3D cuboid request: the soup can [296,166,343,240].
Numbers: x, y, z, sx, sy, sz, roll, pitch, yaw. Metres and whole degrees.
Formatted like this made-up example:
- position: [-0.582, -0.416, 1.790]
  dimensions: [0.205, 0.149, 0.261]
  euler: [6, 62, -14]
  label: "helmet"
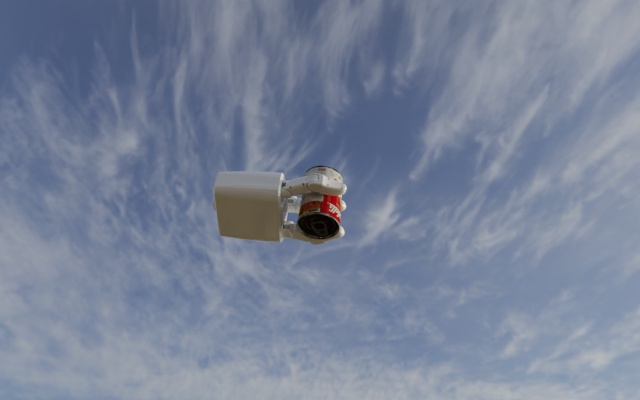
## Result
- position: [0.001, 0.002, 0.771]
  dimensions: [0.068, 0.102, 0.069]
  euler: [4, -39, 3]
  label: "soup can"
